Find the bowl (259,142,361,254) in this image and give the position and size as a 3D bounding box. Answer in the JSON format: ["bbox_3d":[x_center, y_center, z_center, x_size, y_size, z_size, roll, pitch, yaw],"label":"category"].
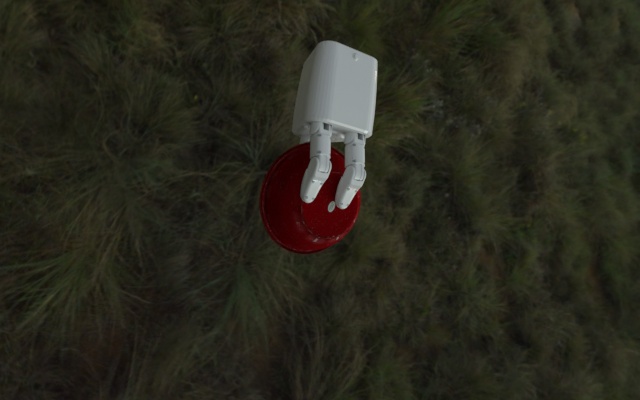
[{"bbox_3d":[0.000,0.004,0.659,0.162,0.162,0.055,0,9,-32],"label":"bowl"}]
